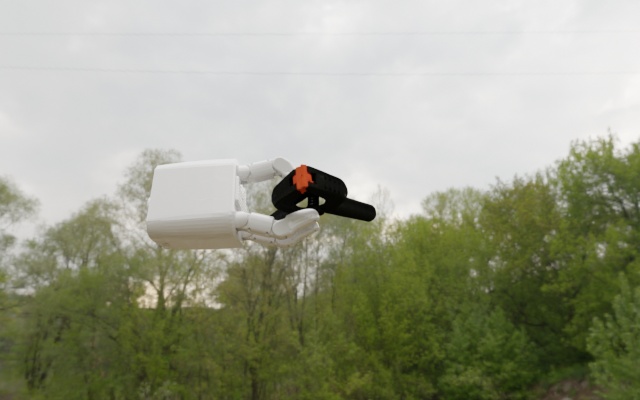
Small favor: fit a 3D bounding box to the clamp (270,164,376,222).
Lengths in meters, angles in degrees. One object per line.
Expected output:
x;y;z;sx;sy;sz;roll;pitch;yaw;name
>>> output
0.000;0.001;0.622;0.164;0.036;0.210;-6;-17;-2;clamp
